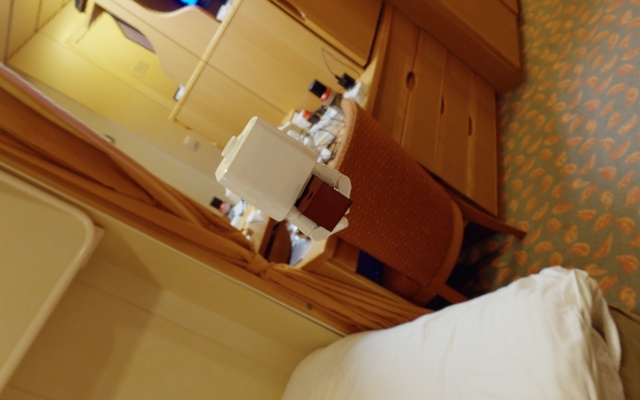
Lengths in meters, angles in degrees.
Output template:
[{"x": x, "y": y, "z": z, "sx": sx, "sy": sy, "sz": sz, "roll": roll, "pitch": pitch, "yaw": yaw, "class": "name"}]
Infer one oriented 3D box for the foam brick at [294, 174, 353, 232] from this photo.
[{"x": 0.000, "y": 0.002, "z": 0.666, "sx": 0.051, "sy": 0.053, "sz": 0.078, "roll": 34, "pitch": 1, "yaw": -18, "class": "foam brick"}]
